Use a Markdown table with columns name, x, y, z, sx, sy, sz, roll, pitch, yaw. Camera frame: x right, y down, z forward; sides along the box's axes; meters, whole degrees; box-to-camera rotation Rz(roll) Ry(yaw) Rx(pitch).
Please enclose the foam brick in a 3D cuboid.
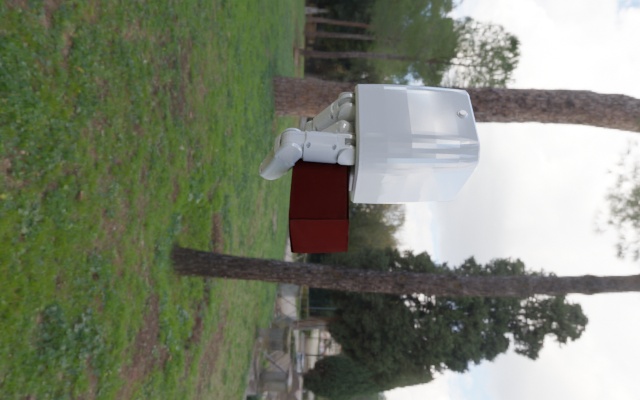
| name | x | y | z | sx | sy | sz | roll | pitch | yaw |
| --- | --- | --- | --- | --- | --- | --- | --- | --- | --- |
| foam brick | 0.000 | 0.002 | 0.428 | 0.051 | 0.078 | 0.053 | 1 | -37 | 1 |
